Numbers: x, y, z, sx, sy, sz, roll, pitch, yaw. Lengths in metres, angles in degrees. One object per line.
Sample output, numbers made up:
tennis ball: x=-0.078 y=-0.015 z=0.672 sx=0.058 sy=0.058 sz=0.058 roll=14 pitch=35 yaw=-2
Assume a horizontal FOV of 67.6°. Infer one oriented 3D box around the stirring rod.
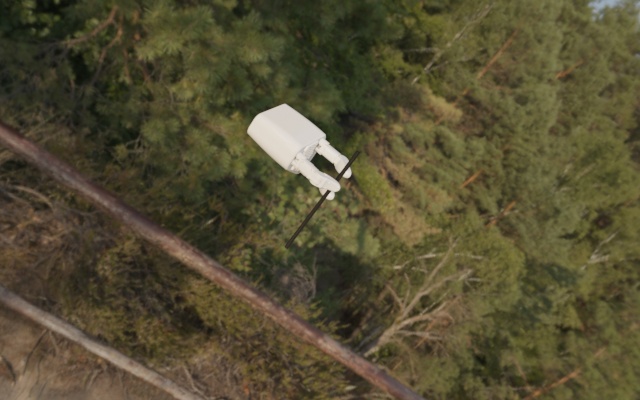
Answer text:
stirring rod: x=0.000 y=0.003 z=0.893 sx=0.011 sy=0.239 sz=0.011 roll=31 pitch=22 yaw=-14
